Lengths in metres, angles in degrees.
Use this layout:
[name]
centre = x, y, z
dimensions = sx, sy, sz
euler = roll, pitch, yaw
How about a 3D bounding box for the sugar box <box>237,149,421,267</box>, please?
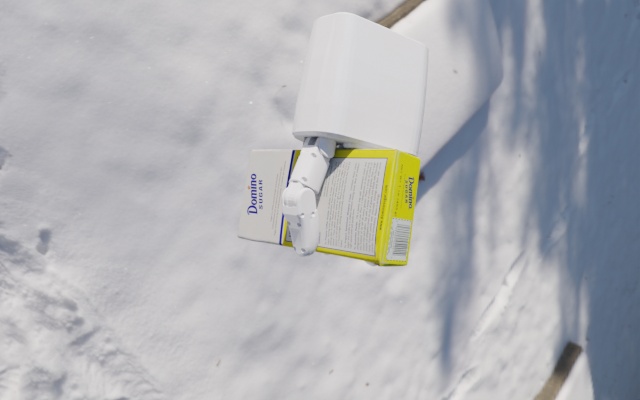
[sugar box]
centre = 0.001, 0.001, 0.439
dimensions = 0.176, 0.093, 0.048
euler = 6, -4, 44
